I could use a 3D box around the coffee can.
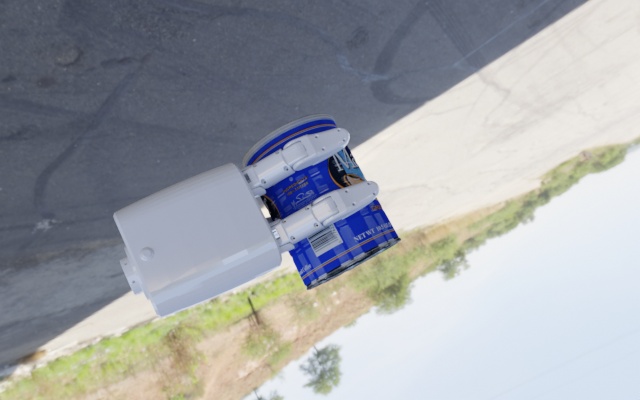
[{"bbox_3d":[0.000,0.001,0.468,0.103,0.140,0.103,-27,-11,-6],"label":"coffee can"}]
